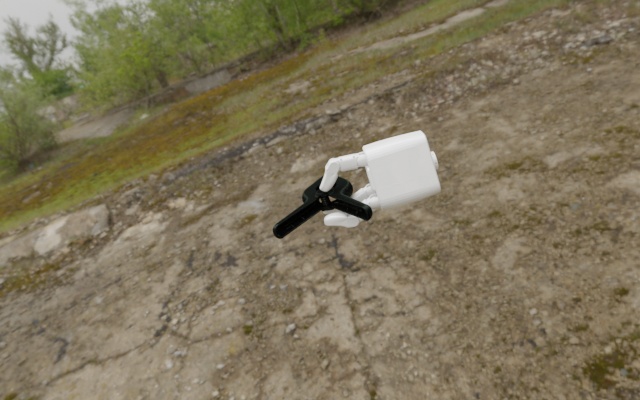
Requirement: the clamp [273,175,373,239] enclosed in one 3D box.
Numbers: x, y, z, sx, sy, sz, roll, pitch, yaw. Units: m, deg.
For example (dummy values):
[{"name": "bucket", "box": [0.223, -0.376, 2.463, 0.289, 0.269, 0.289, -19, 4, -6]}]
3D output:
[{"name": "clamp", "box": [0.000, 0.002, 0.843, 0.164, 0.036, 0.210, -14, 22, 4]}]
